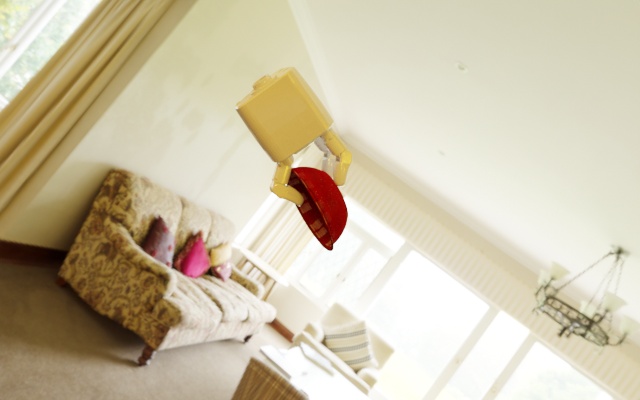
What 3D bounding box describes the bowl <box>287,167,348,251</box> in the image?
[{"bbox_3d":[0.001,0.003,0.802,0.055,0.162,0.162,-28,7,-13],"label":"bowl"}]
